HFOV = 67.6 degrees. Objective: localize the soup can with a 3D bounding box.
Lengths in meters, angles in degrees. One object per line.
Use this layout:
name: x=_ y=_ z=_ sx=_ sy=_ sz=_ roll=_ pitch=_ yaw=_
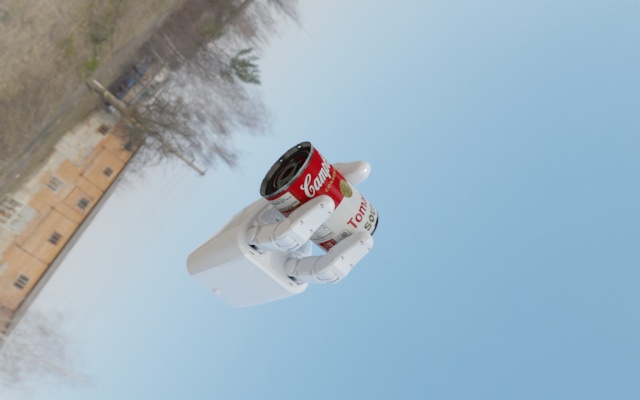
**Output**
soup can: x=0.001 y=0.001 z=0.465 sx=0.102 sy=0.068 sz=0.068 roll=43 pitch=-21 yaw=-24
